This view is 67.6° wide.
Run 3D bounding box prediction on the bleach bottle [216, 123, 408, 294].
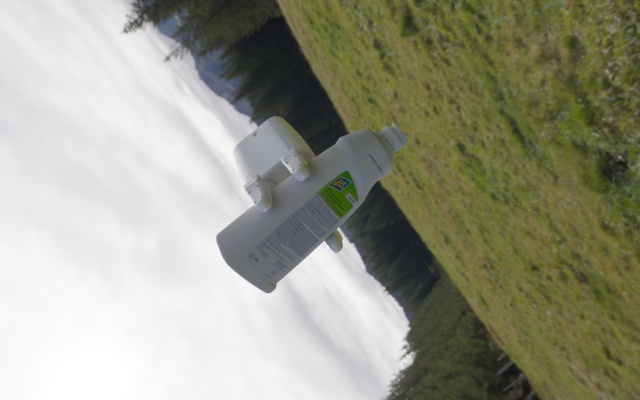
[{"bbox_3d":[0.000,0.002,0.576,0.103,0.251,0.068,48,6,-45],"label":"bleach bottle"}]
